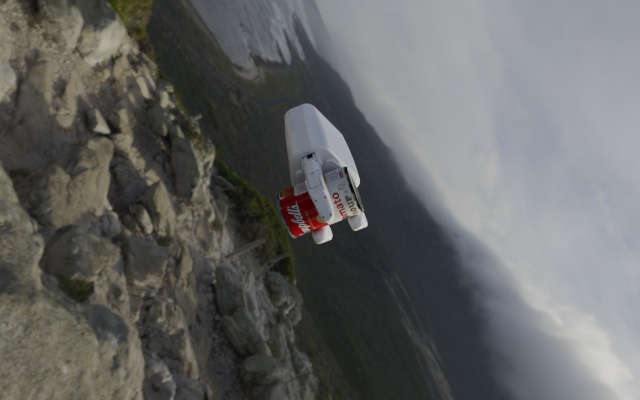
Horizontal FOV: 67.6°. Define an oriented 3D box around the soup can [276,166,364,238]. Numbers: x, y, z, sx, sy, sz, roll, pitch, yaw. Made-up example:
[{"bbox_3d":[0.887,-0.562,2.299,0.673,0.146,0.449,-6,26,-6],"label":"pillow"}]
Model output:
[{"bbox_3d":[0.000,0.002,0.647,0.102,0.068,0.068,-21,-3,8],"label":"soup can"}]
